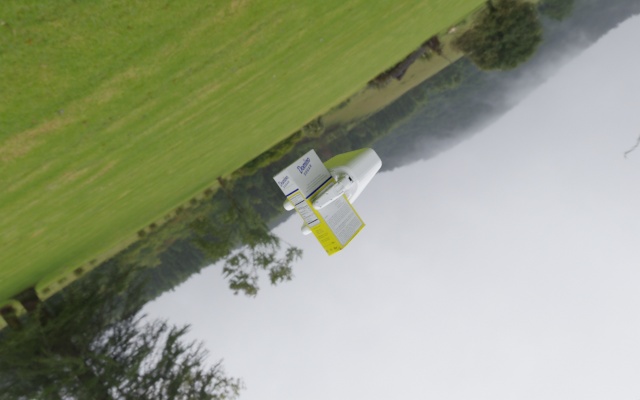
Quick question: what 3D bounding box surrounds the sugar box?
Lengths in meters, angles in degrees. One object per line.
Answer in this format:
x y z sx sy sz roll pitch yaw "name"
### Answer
0.000 0.003 0.866 0.048 0.176 0.093 -32 6 43 "sugar box"
